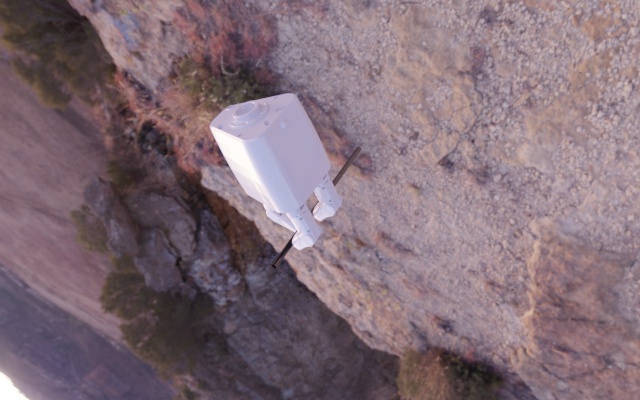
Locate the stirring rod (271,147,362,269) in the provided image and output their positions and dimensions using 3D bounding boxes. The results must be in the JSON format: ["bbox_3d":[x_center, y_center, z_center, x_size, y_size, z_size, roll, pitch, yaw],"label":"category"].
[{"bbox_3d":[0.000,0.002,0.677,0.011,0.011,0.239,0,43,44],"label":"stirring rod"}]
